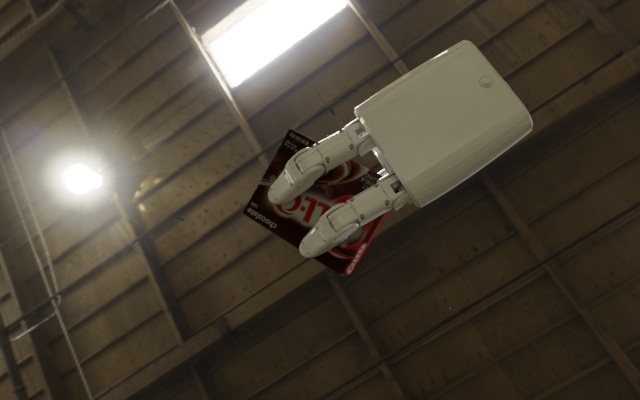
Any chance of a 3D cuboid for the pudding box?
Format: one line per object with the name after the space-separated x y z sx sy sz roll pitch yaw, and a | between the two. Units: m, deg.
0.000 0.001 0.428 0.113 0.090 0.039 30 1 21 | pudding box
